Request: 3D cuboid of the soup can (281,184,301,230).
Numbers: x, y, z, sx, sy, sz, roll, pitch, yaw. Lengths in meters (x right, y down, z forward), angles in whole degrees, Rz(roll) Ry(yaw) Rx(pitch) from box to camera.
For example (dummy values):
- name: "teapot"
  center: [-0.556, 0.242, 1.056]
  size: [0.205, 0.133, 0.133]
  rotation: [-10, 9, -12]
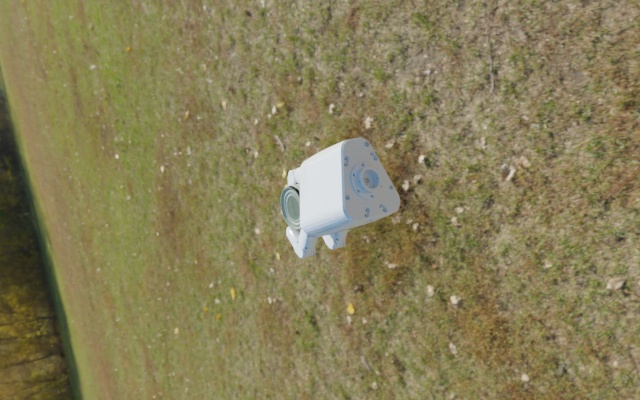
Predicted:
- name: "soup can"
  center: [0.000, 0.002, 0.718]
  size: [0.102, 0.068, 0.068]
  rotation: [-13, 7, -32]
